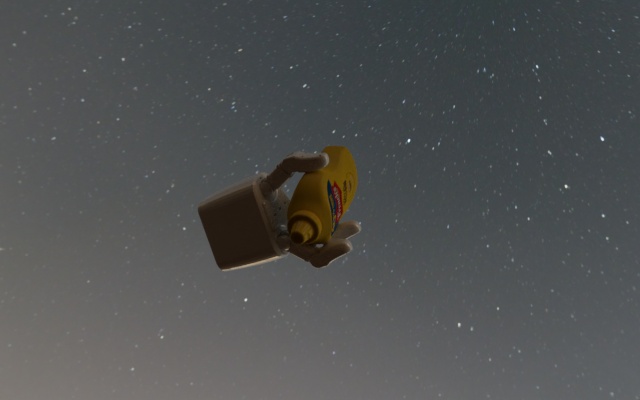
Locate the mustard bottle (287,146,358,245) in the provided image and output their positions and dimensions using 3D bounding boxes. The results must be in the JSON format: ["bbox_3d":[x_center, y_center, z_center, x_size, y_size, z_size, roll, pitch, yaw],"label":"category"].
[{"bbox_3d":[0.000,0.002,0.630,0.058,0.096,0.191,5,27,17],"label":"mustard bottle"}]
